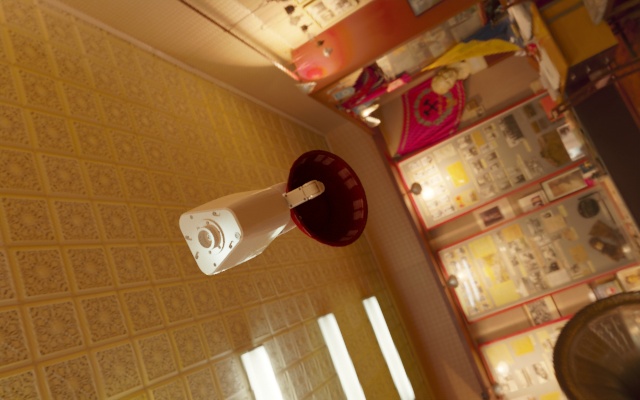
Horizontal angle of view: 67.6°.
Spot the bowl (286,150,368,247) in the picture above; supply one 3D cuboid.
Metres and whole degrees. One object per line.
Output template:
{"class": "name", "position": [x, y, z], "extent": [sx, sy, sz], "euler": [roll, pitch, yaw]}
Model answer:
{"class": "bowl", "position": [0.001, 0.003, 0.774], "extent": [0.162, 0.162, 0.055], "euler": [0, -18, -39]}
